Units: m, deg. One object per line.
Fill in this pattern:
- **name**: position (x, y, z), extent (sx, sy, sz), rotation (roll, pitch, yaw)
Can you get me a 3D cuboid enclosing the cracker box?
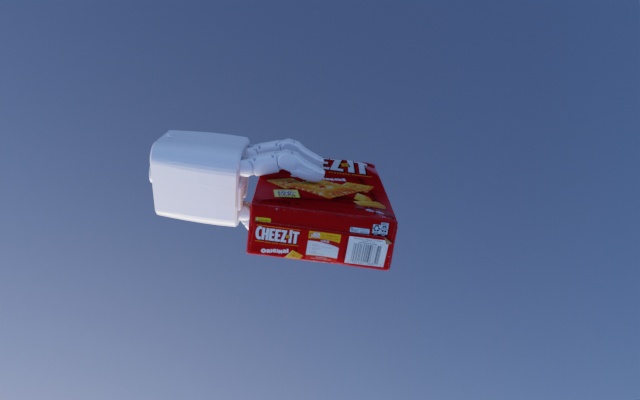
- **cracker box**: position (0.000, 0.002, 0.616), extent (0.164, 0.072, 0.213), rotation (7, 21, -4)
